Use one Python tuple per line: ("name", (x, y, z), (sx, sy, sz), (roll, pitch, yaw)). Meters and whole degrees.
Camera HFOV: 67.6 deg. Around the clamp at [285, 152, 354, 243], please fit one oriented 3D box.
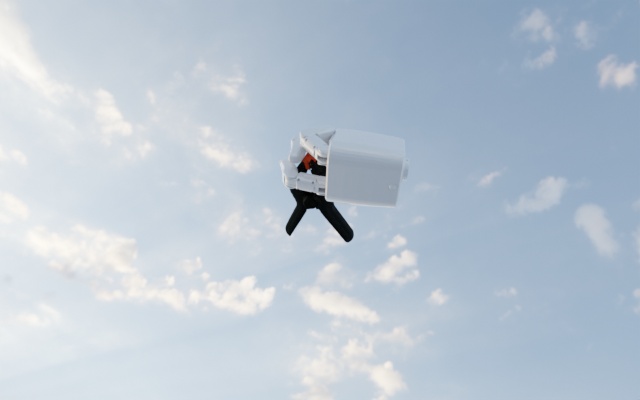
("clamp", (0.000, 0.002, 0.778), (0.120, 0.172, 0.039), (8, 41, 6))
